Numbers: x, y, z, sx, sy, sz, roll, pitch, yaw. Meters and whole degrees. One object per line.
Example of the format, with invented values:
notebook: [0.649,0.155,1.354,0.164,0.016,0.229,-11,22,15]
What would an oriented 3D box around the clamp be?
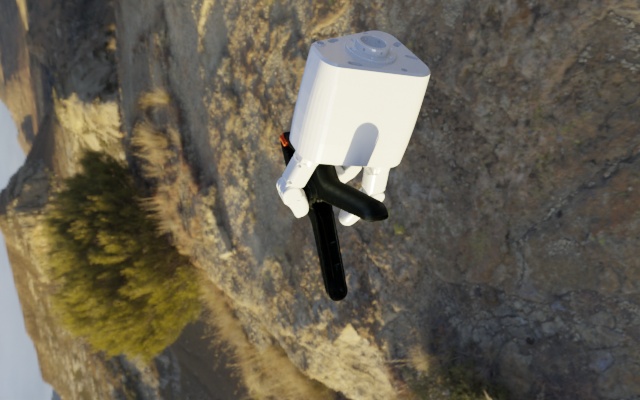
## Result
clamp: [-0.001,0.001,0.553,0.036,0.165,0.209,-10,47,-25]
